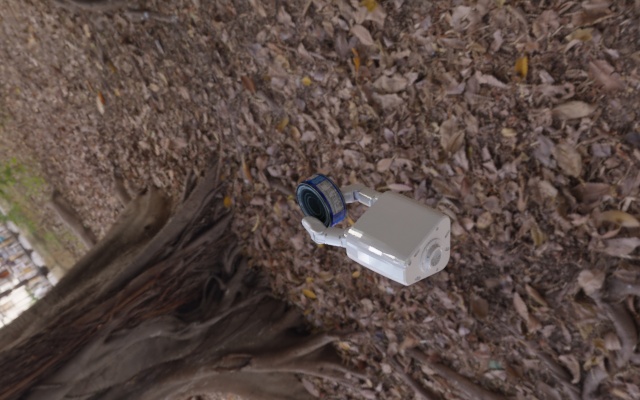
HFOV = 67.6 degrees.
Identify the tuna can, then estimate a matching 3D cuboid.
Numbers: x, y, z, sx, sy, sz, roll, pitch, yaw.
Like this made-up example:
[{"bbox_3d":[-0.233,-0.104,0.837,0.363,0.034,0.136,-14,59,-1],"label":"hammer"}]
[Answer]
[{"bbox_3d":[0.000,0.003,0.743,0.033,0.086,0.086,-32,16,-28],"label":"tuna can"}]
